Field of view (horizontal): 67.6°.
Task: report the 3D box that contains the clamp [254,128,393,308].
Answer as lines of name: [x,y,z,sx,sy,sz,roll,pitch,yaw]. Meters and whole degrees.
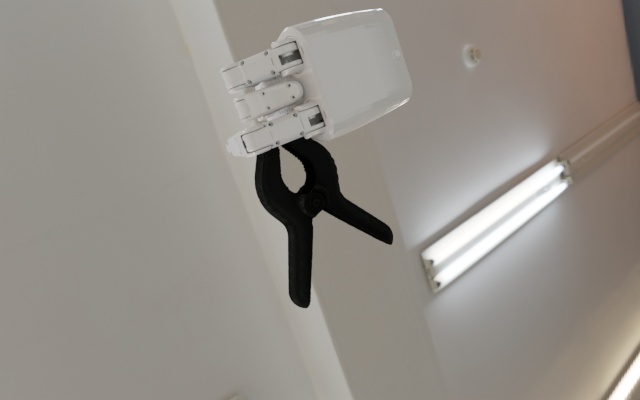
clamp: [0.000,0.001,0.446,0.120,0.171,0.039,-27,17,-27]
